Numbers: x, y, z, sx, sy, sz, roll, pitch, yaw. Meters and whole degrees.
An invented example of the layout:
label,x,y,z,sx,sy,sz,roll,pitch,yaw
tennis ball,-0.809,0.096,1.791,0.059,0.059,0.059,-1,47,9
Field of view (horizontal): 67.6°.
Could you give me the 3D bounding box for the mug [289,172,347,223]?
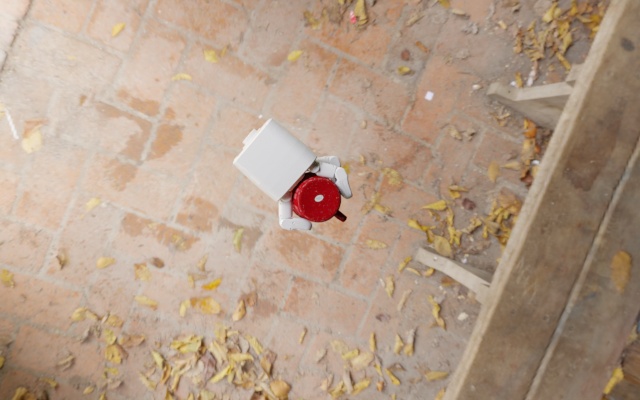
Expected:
label,x,y,z,sx,sy,sz,roll,pitch,yaw
mug,0.001,0.004,0.873,0.117,0.093,0.081,39,-2,-12
